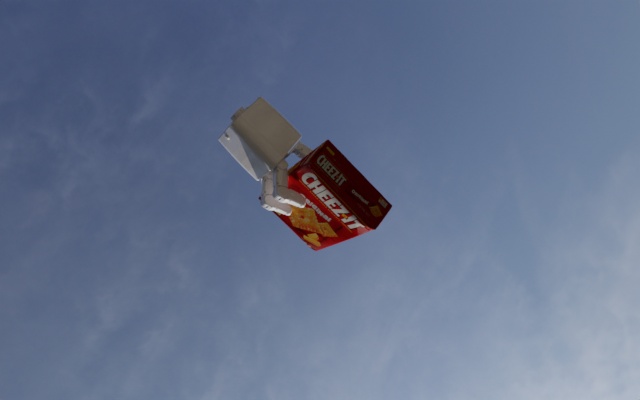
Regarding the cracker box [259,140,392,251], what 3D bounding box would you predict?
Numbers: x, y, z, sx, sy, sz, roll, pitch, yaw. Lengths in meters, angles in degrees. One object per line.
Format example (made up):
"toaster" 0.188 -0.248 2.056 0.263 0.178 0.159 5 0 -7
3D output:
"cracker box" 0.000 0.003 0.881 0.072 0.164 0.214 -53 13 -31
